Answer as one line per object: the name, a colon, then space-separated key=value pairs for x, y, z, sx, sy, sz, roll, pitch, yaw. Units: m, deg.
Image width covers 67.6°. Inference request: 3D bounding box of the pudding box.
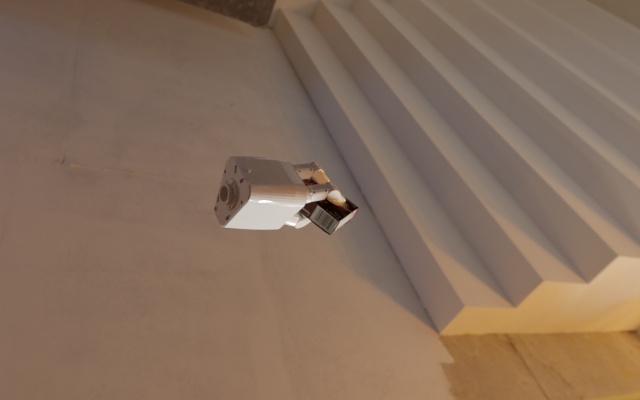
pudding box: x=0.000 y=0.003 z=0.837 sx=0.113 sy=0.039 sz=0.090 roll=40 pitch=29 yaw=11
